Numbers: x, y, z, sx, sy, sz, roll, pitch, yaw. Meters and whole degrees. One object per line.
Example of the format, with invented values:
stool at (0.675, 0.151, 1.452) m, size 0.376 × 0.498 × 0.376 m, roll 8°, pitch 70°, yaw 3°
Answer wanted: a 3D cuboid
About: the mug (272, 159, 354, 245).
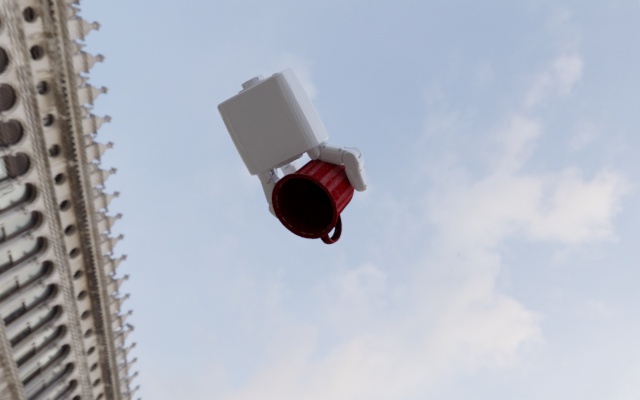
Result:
mug at (0.001, 0.003, 0.638) m, size 0.093 × 0.117 × 0.081 m, roll -16°, pitch 17°, yaw 33°
